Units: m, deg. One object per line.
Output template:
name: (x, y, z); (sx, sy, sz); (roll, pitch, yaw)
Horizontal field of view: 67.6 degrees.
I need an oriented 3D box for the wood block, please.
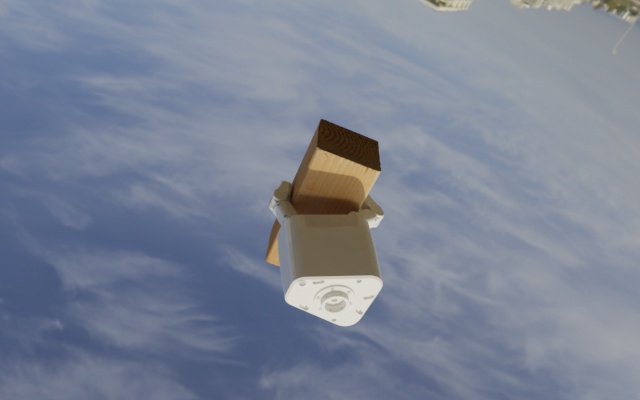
wood block: (0.000, 0.002, 0.686); (0.091, 0.206, 0.090); (20, 33, -10)
